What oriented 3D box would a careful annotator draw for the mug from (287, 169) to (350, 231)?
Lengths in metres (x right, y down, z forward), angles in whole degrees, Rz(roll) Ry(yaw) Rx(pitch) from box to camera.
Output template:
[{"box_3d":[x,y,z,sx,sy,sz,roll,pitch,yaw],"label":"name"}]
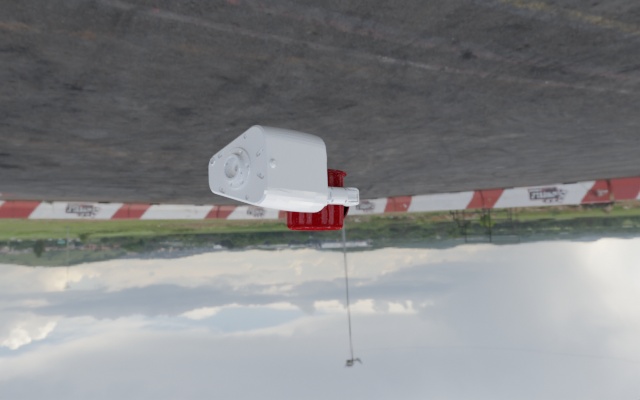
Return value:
[{"box_3d":[0.001,0.003,0.699,0.093,0.081,0.117,-6,-8,42],"label":"mug"}]
